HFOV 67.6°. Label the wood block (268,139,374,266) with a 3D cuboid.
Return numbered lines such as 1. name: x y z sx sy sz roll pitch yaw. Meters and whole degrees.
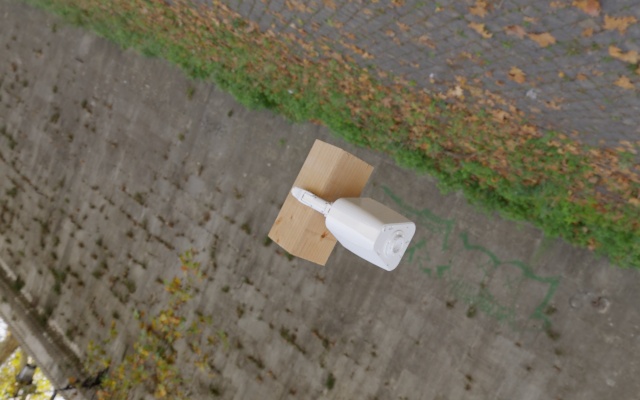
1. wood block: 0.000 0.003 0.893 0.091 0.206 0.090 25 3 -39
